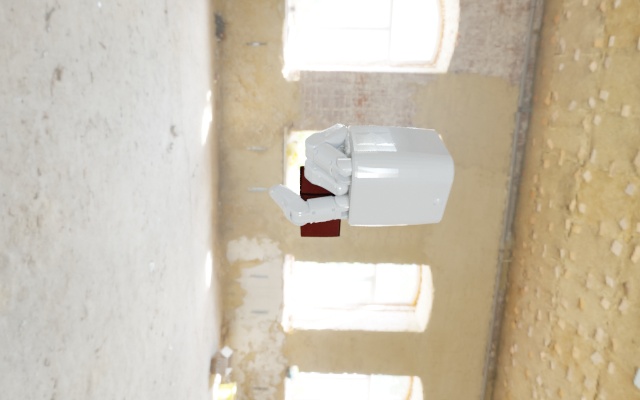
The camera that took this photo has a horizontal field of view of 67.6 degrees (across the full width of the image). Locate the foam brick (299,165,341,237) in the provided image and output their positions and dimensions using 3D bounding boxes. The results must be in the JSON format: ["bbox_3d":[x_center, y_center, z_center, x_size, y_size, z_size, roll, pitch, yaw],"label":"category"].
[{"bbox_3d":[0.000,0.002,0.586,0.051,0.053,0.078,0,-43,-1],"label":"foam brick"}]
